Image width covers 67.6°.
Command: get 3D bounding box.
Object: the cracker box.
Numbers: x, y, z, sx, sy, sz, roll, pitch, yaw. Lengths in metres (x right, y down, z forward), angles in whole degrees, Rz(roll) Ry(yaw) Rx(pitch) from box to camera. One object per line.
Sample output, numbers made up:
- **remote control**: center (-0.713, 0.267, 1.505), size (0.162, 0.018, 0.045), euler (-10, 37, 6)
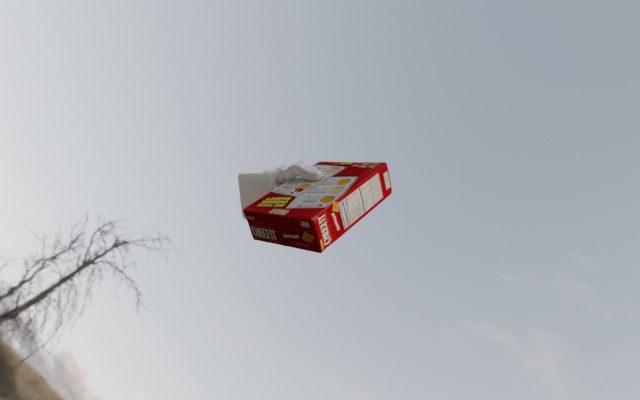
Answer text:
- **cracker box**: center (0.000, 0.003, 0.839), size (0.164, 0.072, 0.213), euler (5, 31, 42)
